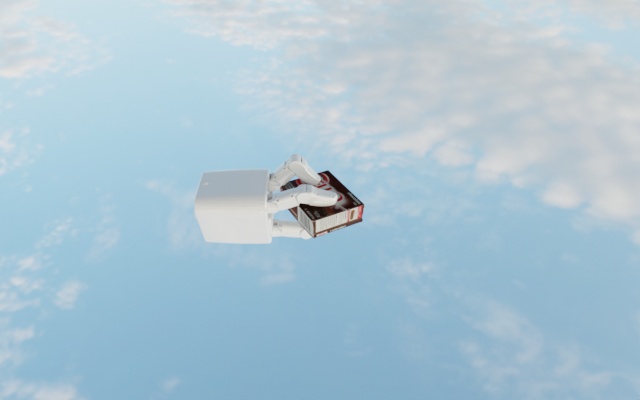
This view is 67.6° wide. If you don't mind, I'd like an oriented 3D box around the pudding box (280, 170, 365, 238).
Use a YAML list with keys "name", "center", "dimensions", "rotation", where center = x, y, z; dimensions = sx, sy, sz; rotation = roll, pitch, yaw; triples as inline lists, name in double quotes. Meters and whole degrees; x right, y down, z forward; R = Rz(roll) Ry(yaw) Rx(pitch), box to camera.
- name: "pudding box"
  center: [0.000, 0.003, 0.737]
  dimensions: [0.090, 0.039, 0.113]
  rotation: [-18, 42, -24]
